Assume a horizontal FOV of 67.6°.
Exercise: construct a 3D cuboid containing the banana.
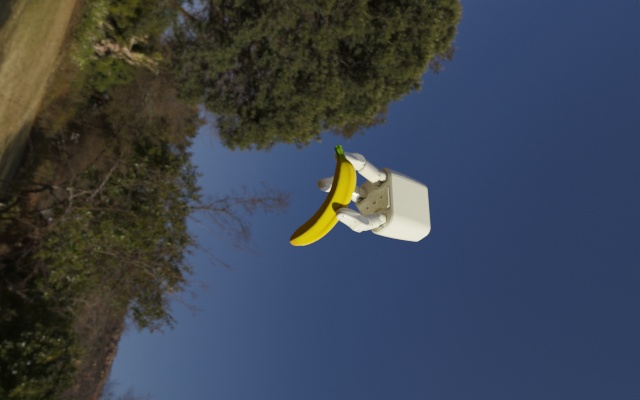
[{"bbox_3d":[0.010,0.010,0.797,0.037,0.198,0.069,12,25,-38],"label":"banana"}]
